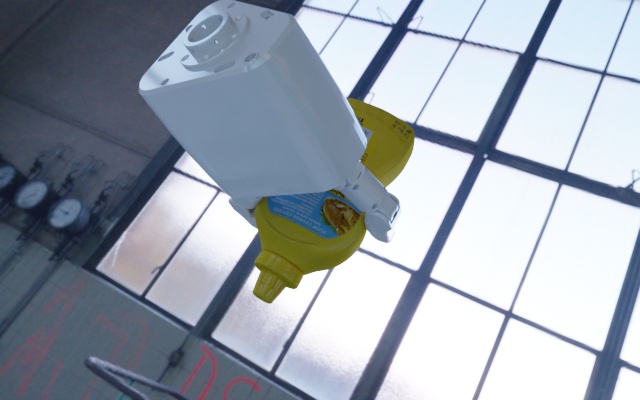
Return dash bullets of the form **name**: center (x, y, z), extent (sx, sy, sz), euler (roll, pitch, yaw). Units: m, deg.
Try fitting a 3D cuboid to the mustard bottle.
- **mustard bottle**: center (0.000, 0.001, 0.411), extent (0.096, 0.191, 0.058), euler (25, -22, 17)
